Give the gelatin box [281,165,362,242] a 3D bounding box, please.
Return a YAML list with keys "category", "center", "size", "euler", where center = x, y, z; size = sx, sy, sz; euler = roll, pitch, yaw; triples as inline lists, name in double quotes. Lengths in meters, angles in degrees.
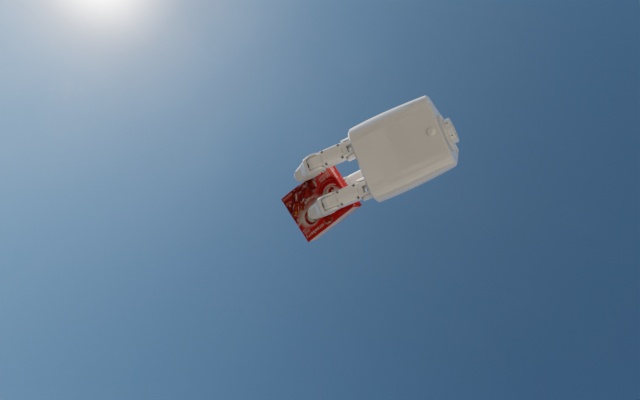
- category: "gelatin box"
  center: [0.000, 0.002, 0.656]
  size: [0.089, 0.073, 0.030]
  euler: [-39, -14, 23]
